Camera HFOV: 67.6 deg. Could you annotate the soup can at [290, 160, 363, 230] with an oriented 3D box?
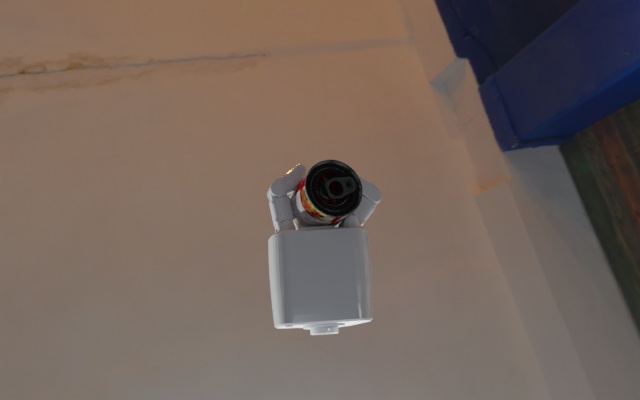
[{"bbox_3d":[0.000,0.001,0.574,0.068,0.068,0.102,0,-18,-19],"label":"soup can"}]
